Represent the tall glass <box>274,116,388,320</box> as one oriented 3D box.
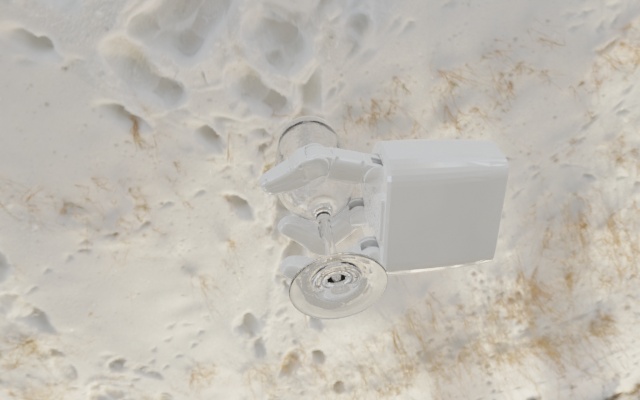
[{"bbox_3d":[0.000,0.002,0.426,0.079,0.079,0.200,0,40,-11],"label":"tall glass"}]
